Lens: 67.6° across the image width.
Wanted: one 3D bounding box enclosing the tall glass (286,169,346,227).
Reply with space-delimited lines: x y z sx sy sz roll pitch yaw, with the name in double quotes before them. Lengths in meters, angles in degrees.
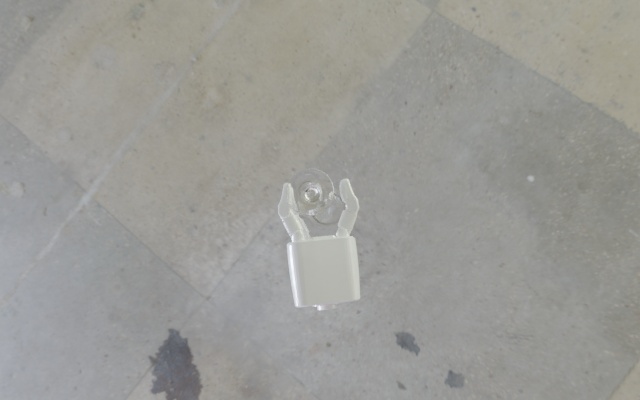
"tall glass" 0.000 0.002 0.825 0.079 0.079 0.201 0 -8 10
